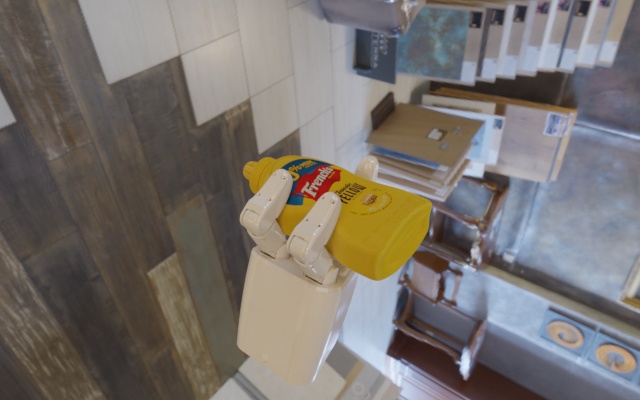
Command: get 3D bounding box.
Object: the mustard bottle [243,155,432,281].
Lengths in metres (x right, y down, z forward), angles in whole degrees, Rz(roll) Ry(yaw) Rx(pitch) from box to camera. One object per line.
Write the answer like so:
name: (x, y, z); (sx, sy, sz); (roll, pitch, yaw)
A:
mustard bottle: (0.000, 0.001, 0.454); (0.191, 0.058, 0.096); (24, 44, 30)
